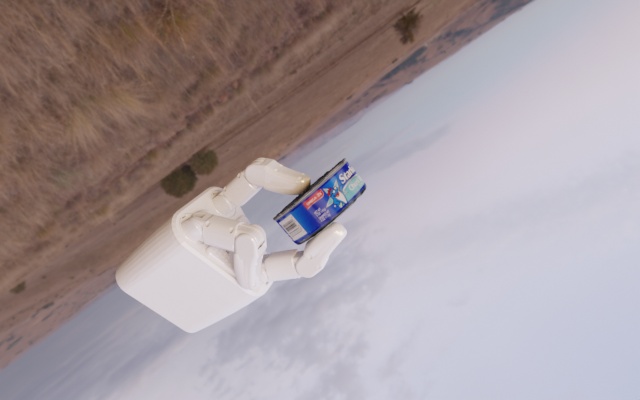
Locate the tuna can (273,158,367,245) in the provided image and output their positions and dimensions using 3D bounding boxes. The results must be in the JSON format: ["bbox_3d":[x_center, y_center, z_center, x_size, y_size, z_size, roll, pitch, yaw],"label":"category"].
[{"bbox_3d":[0.000,0.002,0.434,0.086,0.034,0.086,-40,4,3],"label":"tuna can"}]
